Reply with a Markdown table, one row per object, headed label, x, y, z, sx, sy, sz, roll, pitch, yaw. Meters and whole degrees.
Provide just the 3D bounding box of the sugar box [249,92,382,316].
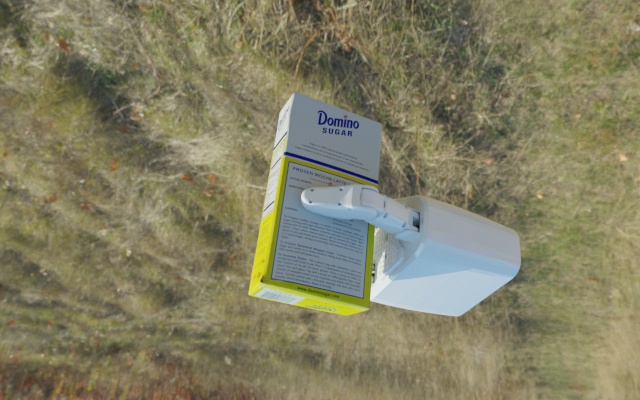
| label | x | y | z | sx | sy | sz | roll | pitch | yaw |
| --- | --- | --- | --- | --- | --- | --- | --- | --- | --- |
| sugar box | 0.000 | 0.002 | 0.413 | 0.093 | 0.176 | 0.048 | 17 | -28 | -19 |
